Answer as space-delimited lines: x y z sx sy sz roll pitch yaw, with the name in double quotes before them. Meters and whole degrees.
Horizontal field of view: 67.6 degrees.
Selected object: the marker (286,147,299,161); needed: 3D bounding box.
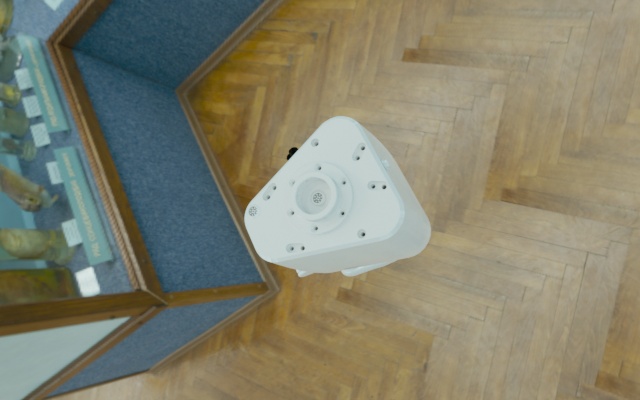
"marker" 0.000 0.001 0.441 0.020 0.121 0.020 -25 -18 -9
